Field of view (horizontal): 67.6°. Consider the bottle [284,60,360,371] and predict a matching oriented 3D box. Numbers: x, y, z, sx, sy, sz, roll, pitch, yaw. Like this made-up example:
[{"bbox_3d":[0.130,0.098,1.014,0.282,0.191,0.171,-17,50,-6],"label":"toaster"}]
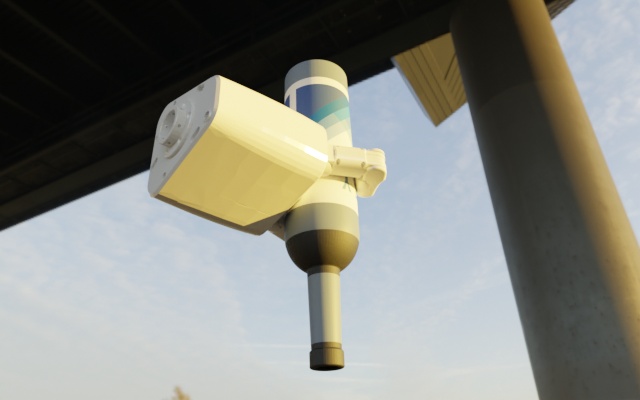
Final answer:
[{"bbox_3d":[0.000,0.001,0.440,0.069,0.295,0.069,-2,-29,-1],"label":"bottle"}]
